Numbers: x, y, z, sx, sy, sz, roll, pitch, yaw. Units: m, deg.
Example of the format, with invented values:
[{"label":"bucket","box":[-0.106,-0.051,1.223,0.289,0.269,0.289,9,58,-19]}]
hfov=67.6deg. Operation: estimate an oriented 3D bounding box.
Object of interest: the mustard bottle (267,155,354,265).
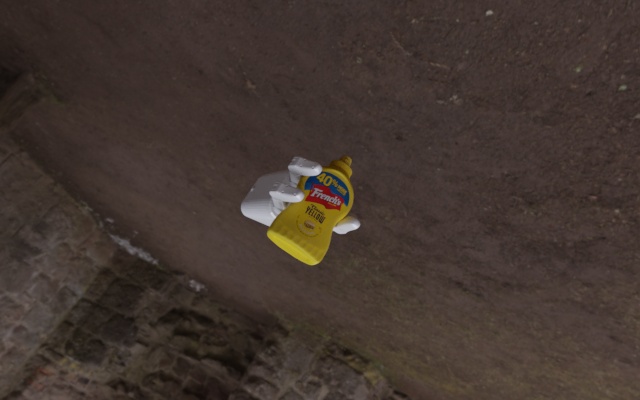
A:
[{"label":"mustard bottle","box":[0.000,0.003,0.780,0.096,0.191,0.058,34,-24,-7]}]
